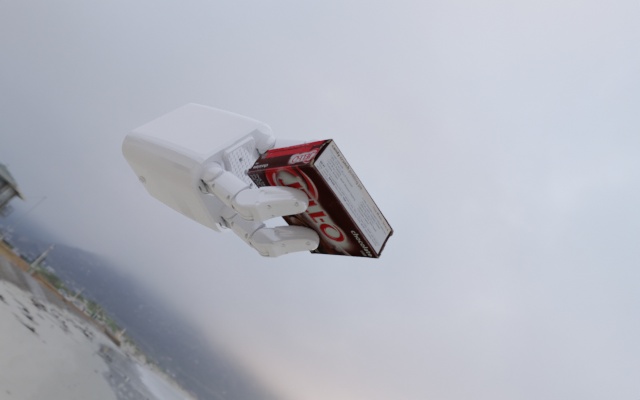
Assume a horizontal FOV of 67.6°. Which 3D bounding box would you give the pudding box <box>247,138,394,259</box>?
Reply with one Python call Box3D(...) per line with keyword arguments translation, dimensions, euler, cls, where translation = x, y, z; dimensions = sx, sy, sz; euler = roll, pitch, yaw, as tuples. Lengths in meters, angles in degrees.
Box3D(translation=(0.000, 0.001, 0.428), dimensions=(0.090, 0.039, 0.113), euler=(-2, -45, 49), cls="pudding box")
